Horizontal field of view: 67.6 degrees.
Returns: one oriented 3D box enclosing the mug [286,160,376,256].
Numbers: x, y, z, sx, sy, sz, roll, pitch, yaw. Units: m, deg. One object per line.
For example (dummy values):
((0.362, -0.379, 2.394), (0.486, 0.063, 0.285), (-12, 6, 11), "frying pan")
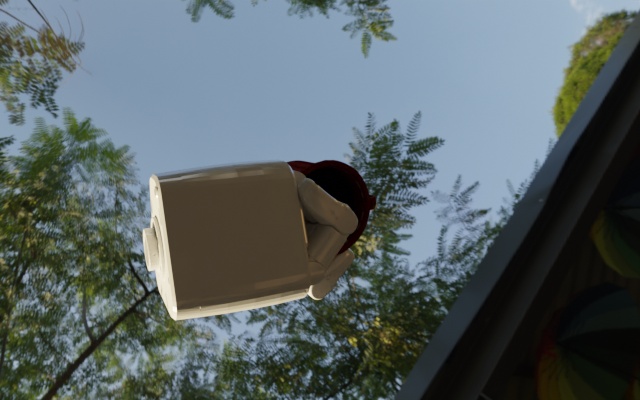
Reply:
((0.001, 0.001, 0.486), (0.117, 0.093, 0.081), (-6, 12, -27), "mug")
